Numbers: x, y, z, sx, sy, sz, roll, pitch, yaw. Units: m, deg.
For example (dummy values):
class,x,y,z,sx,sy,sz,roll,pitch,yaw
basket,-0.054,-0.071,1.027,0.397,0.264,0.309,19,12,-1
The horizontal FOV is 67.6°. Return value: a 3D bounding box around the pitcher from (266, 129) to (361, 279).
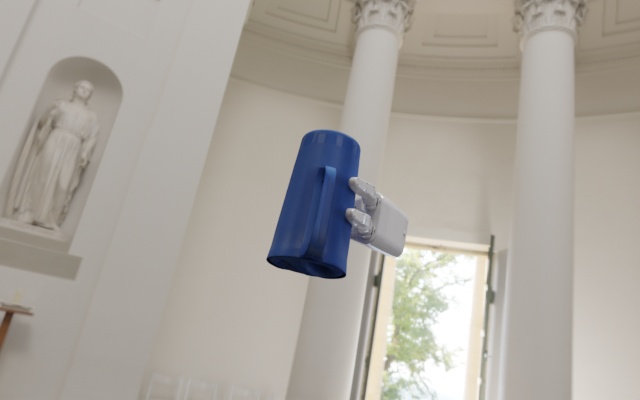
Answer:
class,x,y,z,sx,sy,sz,roll,pitch,yaw
pitcher,0.000,0.003,0.808,0.149,0.242,0.145,-5,-25,39
